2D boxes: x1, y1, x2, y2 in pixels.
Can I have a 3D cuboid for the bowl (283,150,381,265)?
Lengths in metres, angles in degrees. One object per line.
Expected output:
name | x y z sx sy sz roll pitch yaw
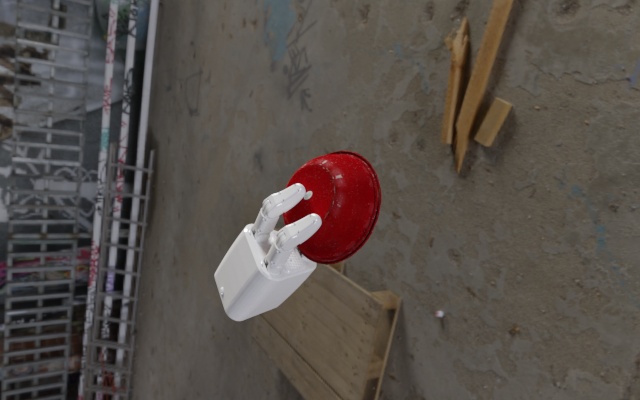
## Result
bowl | 0.001 0.001 0.642 0.162 0.162 0.055 0 -14 41
